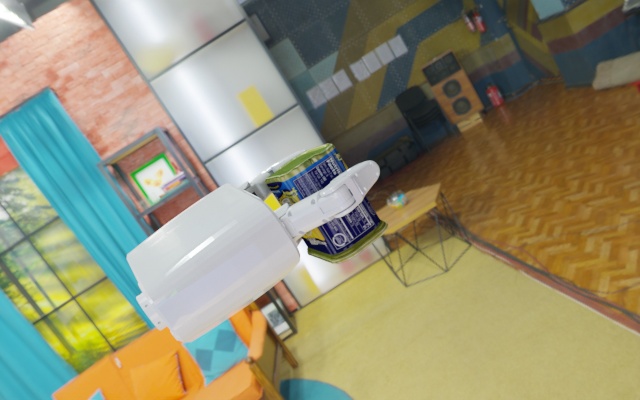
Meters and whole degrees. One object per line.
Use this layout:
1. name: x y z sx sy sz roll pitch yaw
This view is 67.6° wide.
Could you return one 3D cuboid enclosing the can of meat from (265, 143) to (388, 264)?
1. can of meat: 0.000 0.001 0.415 0.057 0.084 0.102 -36 10 -15
